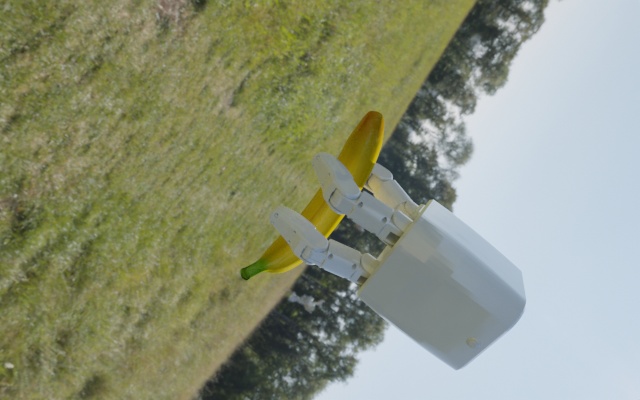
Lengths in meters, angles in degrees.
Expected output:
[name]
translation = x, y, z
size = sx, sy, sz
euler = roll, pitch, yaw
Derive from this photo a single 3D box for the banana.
[banana]
translation = 0.004, 0.004, 0.453
size = 0.037, 0.198, 0.069
euler = 41, 13, 14
